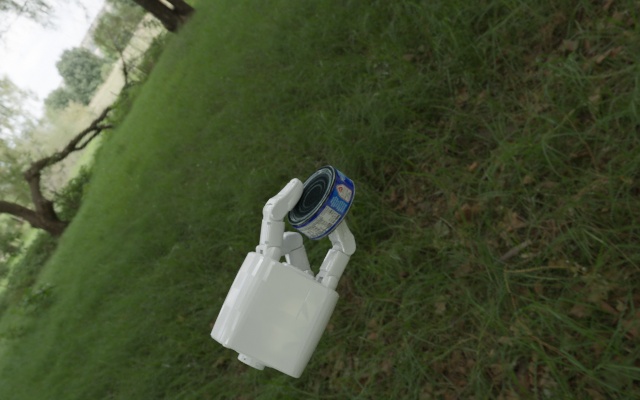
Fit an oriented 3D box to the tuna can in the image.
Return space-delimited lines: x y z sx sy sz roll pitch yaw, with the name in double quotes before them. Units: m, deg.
"tuna can" 0.000 0.001 0.562 0.034 0.086 0.086 36 -17 -24
